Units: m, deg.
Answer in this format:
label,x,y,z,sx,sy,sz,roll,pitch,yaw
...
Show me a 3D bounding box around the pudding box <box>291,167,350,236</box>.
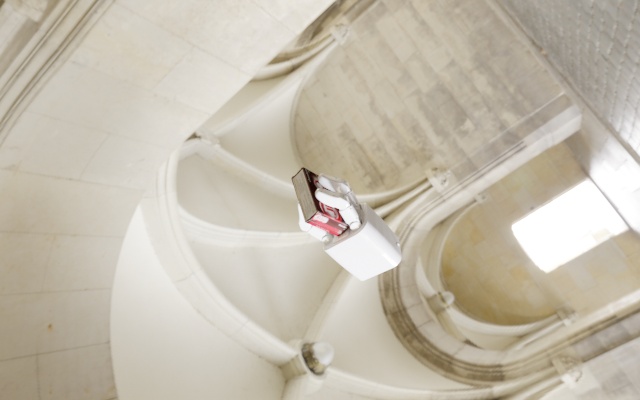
label,x,y,z,sx,sy,sz,roll,pitch,yaw
pudding box,0.000,0.003,0.871,0.039,0.113,0.090,-41,-43,22
